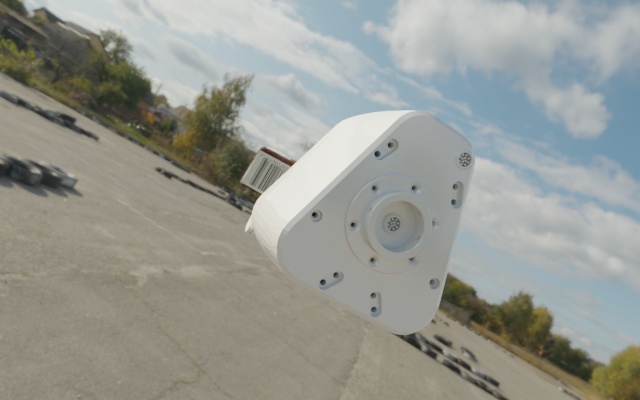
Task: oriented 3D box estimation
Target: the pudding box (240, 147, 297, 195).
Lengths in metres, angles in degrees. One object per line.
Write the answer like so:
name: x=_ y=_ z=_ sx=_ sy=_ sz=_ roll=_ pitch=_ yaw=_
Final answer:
pudding box: x=0.000 y=0.001 z=0.408 sx=0.113 sy=0.039 sz=0.090 roll=31 pitch=1 yaw=14
